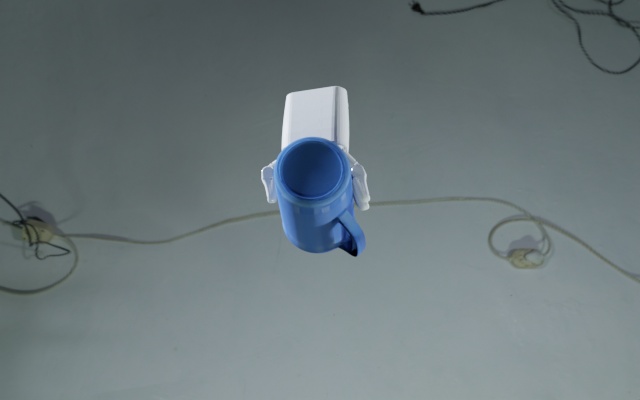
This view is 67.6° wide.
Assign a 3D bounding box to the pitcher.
[{"bbox_3d":[0.000,0.002,0.764,0.149,0.145,0.243,1,-18,2],"label":"pitcher"}]
